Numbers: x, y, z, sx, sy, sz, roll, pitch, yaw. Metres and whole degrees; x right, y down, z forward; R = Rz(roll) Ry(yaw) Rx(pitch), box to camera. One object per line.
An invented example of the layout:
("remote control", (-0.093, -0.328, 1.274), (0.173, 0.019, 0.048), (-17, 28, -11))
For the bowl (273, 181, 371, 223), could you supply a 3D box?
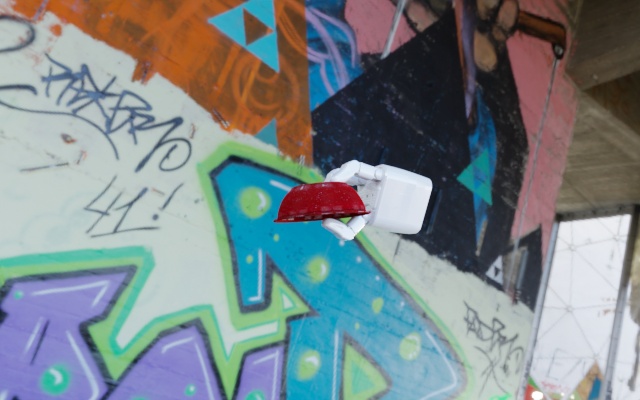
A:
("bowl", (-0.001, 0.002, 0.788), (0.162, 0.055, 0.162), (-6, -5, 0))
